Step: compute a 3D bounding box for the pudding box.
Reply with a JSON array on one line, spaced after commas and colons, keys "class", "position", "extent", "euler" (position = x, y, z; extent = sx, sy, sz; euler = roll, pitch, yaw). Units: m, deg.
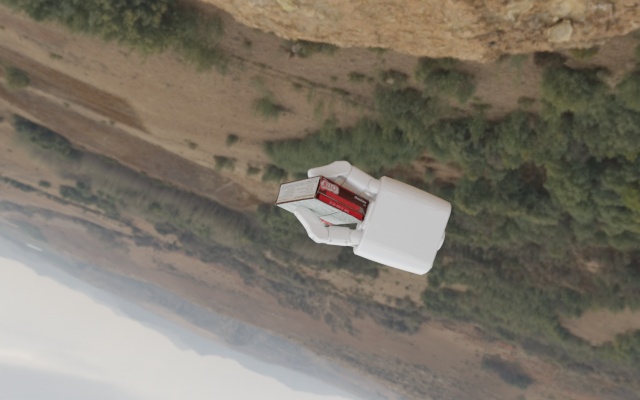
[{"class": "pudding box", "position": [0.000, 0.002, 0.690], "extent": [0.090, 0.039, 0.113], "euler": [28, -21, -30]}]
